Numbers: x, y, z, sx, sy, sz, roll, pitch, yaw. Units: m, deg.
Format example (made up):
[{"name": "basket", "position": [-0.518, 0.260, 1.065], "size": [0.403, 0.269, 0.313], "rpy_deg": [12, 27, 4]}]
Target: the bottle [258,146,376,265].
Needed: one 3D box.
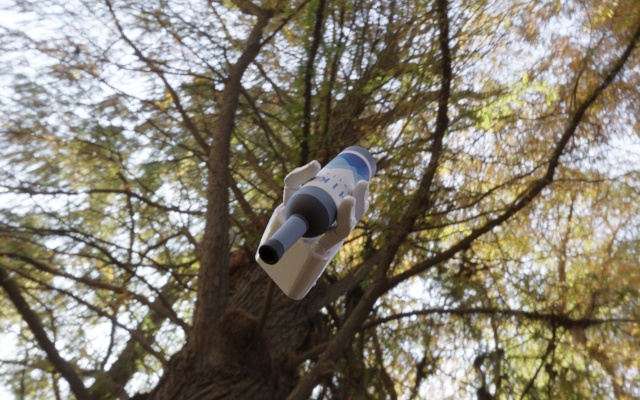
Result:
[{"name": "bottle", "position": [0.000, 0.002, 0.672], "size": [0.069, 0.069, 0.295], "rpy_deg": [0, 25, 27]}]
